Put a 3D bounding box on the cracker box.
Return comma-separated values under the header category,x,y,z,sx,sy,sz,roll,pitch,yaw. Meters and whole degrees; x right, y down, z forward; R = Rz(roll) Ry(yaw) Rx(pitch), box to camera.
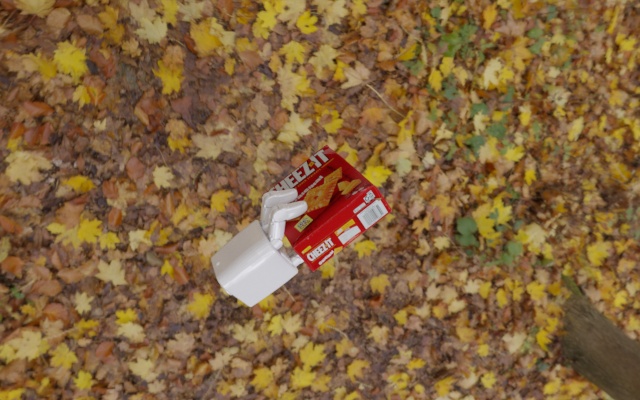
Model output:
category,x,y,z,sx,sy,sz,roll,pitch,yaw
cracker box,0.000,0.003,0.835,0.164,0.072,0.213,-38,32,-2
